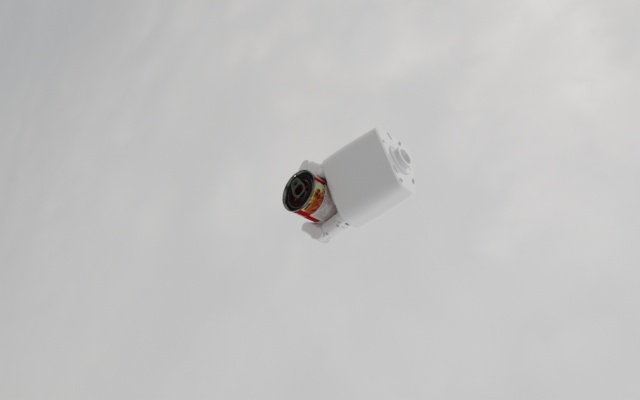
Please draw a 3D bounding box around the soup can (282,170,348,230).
[{"bbox_3d":[0.000,0.003,0.747,0.068,0.068,0.102,0,-21,46],"label":"soup can"}]
